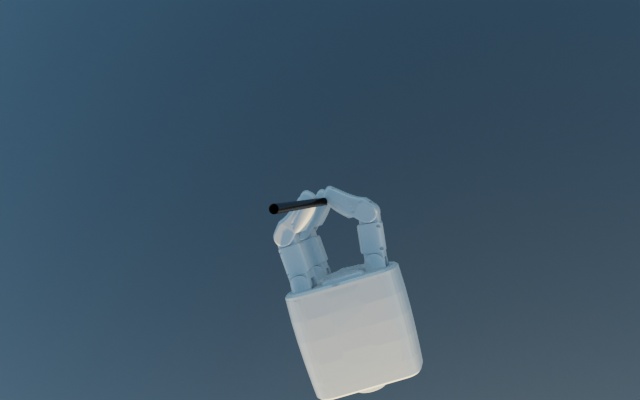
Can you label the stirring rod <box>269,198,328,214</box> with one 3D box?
[{"bbox_3d":[0.000,0.002,0.469,0.011,0.011,0.239,0,2,17],"label":"stirring rod"}]
